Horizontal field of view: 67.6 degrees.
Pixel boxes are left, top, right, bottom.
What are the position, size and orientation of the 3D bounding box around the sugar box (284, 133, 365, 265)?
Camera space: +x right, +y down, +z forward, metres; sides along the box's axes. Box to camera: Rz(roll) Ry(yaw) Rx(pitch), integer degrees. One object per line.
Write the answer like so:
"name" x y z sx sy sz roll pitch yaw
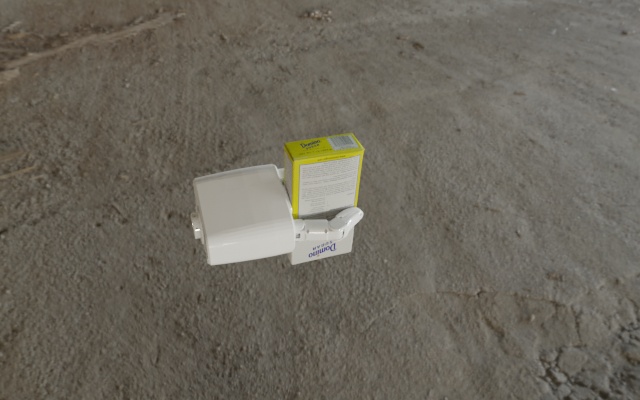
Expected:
"sugar box" 0.000 0.002 0.627 0.093 0.176 0.048 -10 44 -18
